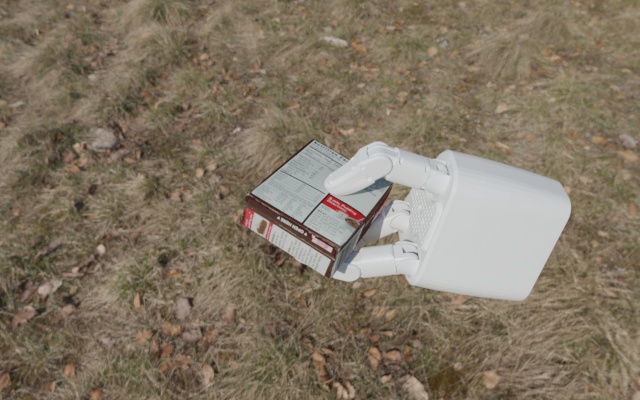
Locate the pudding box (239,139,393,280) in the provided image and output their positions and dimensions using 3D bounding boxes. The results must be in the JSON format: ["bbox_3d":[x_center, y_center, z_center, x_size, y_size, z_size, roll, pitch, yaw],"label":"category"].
[{"bbox_3d":[0.000,0.001,0.411,0.090,0.039,0.113,30,40,13],"label":"pudding box"}]
